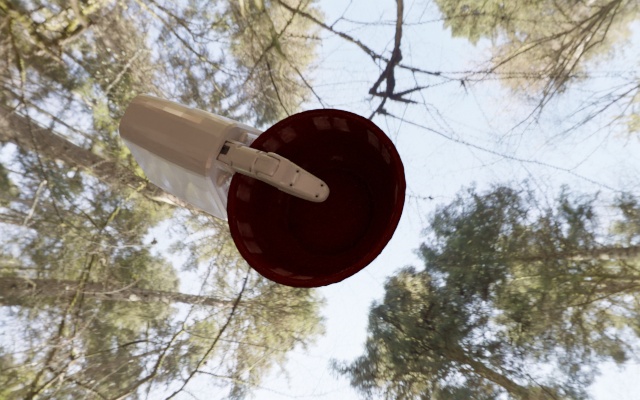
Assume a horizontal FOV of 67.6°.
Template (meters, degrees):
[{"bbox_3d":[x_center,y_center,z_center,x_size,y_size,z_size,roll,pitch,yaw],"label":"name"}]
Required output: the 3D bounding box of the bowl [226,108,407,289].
[{"bbox_3d":[0.001,0.002,0.428,0.162,0.162,0.055,0,-18,20],"label":"bowl"}]
